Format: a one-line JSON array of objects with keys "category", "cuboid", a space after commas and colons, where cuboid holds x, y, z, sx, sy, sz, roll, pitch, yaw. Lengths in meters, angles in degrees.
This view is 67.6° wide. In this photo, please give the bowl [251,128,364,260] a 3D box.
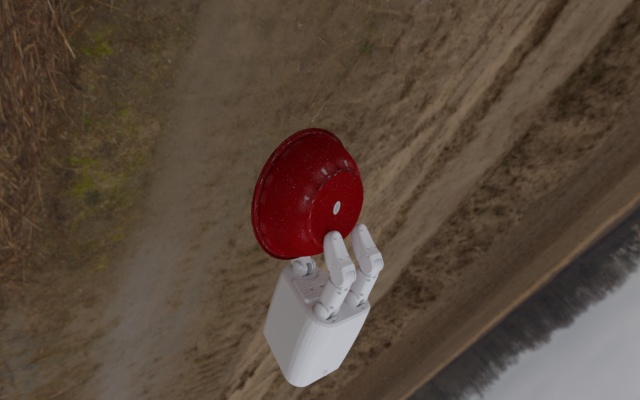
[{"category": "bowl", "cuboid": [0.000, 0.001, 0.543, 0.055, 0.162, 0.162, 22, 14, 38]}]
